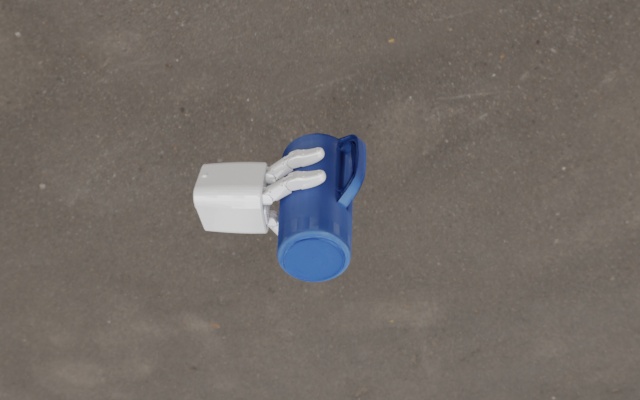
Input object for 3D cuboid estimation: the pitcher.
[{"bbox_3d":[0.000,0.003,0.770,0.145,0.149,0.242,1,40,0],"label":"pitcher"}]
